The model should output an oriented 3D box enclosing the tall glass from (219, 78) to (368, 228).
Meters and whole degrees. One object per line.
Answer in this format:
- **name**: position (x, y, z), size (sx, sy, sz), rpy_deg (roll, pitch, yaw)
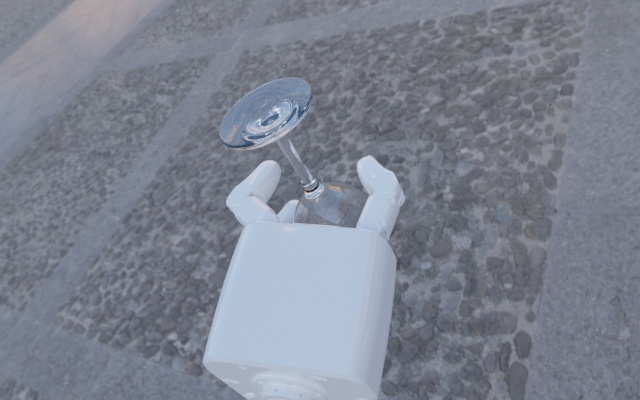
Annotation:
- **tall glass**: position (0.000, 0.001, 0.401), size (0.079, 0.079, 0.201), rpy_deg (0, -40, 31)
